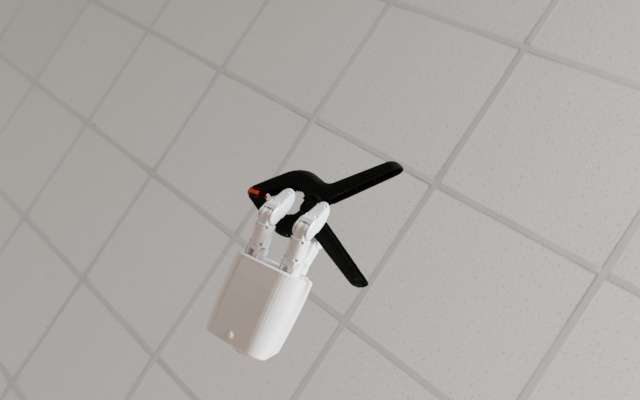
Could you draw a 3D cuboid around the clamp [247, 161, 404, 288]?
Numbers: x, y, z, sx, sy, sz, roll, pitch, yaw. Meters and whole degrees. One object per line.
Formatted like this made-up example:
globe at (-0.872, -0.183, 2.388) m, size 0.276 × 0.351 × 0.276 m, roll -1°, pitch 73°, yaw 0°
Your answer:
clamp at (0.000, 0.002, 0.633) m, size 0.210 × 0.164 × 0.036 m, roll 21°, pitch -10°, yaw 27°
